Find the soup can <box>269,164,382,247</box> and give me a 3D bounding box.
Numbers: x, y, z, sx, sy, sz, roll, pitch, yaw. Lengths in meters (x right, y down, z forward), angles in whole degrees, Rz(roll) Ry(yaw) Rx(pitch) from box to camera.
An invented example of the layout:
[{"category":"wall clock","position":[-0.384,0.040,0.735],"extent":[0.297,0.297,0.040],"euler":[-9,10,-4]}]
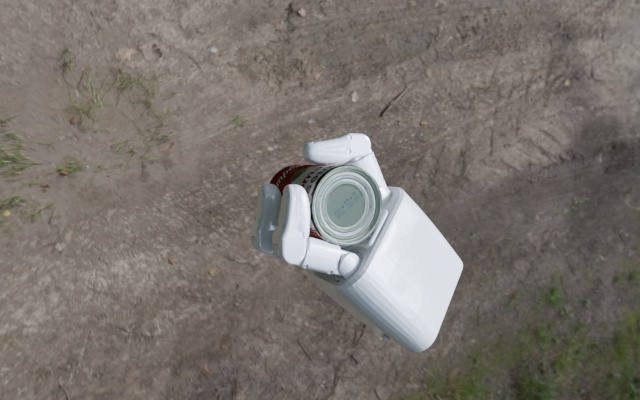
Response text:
[{"category":"soup can","position":[0.000,0.001,0.424],"extent":[0.068,0.068,0.102],"euler":[0,4,-26]}]
